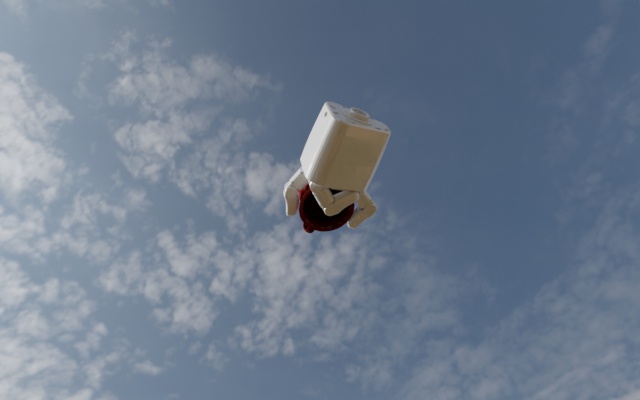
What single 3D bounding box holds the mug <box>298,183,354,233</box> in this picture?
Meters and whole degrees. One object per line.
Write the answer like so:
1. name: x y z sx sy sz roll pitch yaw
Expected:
1. mug: 0.000 0.004 0.825 0.093 0.117 0.081 17 26 -18
